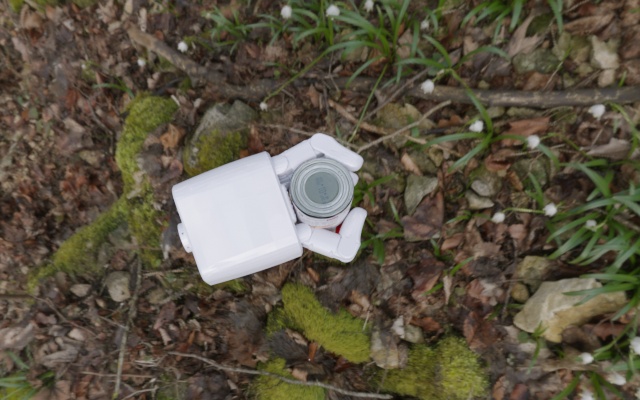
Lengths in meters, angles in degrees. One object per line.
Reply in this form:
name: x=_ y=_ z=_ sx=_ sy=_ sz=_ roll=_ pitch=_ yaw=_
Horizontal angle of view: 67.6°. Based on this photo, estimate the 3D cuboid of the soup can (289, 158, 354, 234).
soup can: x=0.001 y=0.002 z=0.528 sx=0.068 sy=0.068 sz=0.102 roll=0 pitch=-18 yaw=-1
